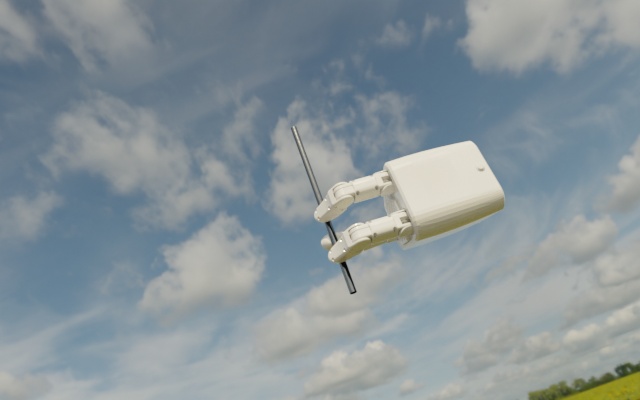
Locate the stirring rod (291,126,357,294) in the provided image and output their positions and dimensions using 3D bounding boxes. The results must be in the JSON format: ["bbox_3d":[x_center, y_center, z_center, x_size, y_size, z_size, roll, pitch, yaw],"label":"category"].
[{"bbox_3d":[0.000,0.002,0.578,0.011,0.239,0.011,-15,-30,-9],"label":"stirring rod"}]
